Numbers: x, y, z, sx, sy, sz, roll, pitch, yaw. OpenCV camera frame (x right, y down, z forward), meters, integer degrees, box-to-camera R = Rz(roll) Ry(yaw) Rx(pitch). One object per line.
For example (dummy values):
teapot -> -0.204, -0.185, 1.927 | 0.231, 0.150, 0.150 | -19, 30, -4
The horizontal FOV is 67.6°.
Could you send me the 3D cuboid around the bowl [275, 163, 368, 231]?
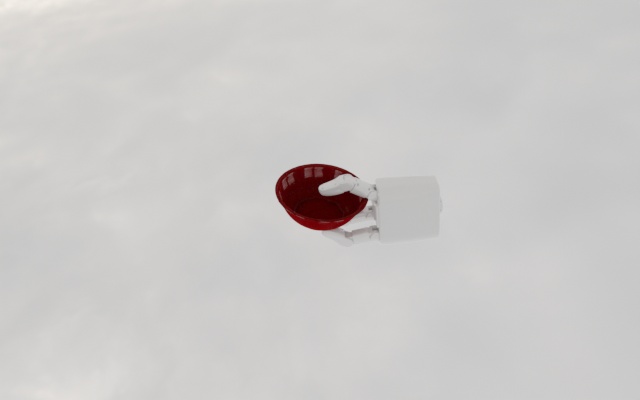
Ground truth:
bowl -> -0.001, 0.003, 0.835 | 0.162, 0.055, 0.162 | 4, 39, -4
